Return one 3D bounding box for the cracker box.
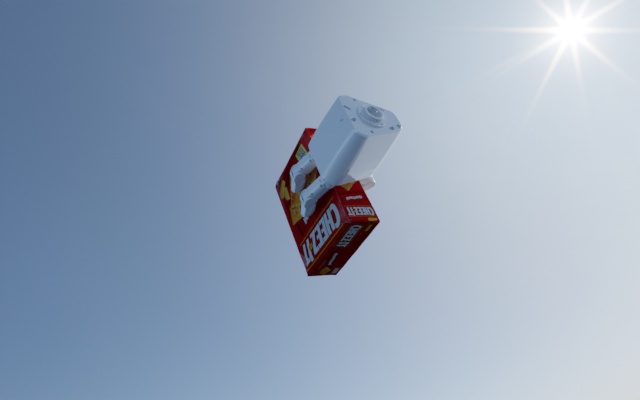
[{"bbox_3d":[0.000,0.003,0.853,0.072,0.213,0.164,1,-40,-31],"label":"cracker box"}]
